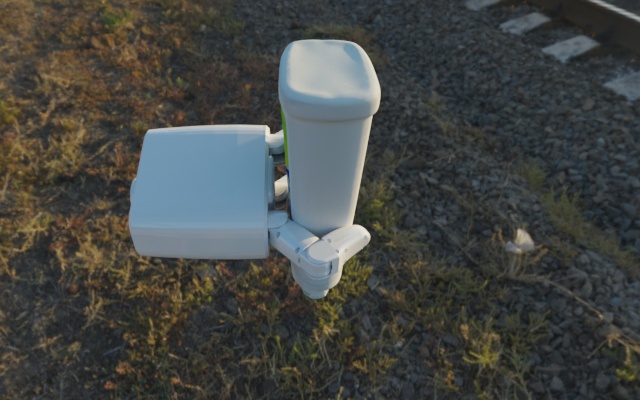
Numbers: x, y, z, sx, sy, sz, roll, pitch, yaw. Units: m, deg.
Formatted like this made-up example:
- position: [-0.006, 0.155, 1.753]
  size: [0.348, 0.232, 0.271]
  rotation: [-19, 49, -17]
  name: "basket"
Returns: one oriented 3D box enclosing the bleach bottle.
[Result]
- position: [0.000, 0.001, 0.410]
  size: [0.068, 0.251, 0.102]
  rotation: [0, 40, -4]
  name: "bleach bottle"
